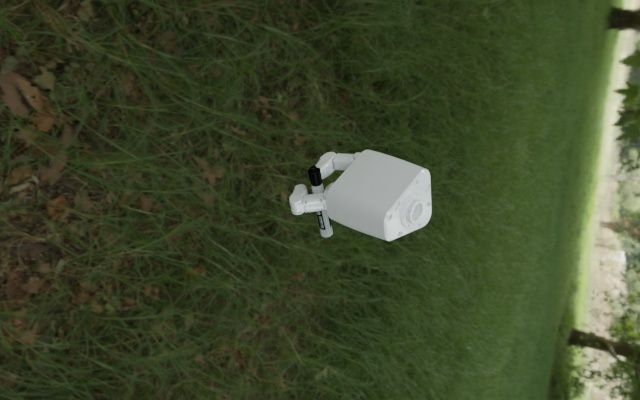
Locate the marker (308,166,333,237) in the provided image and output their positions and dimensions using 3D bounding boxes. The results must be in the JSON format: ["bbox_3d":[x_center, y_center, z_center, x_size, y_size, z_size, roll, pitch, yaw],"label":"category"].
[{"bbox_3d":[0.000,0.002,0.707,0.020,0.121,0.020,-8,33,5],"label":"marker"}]
